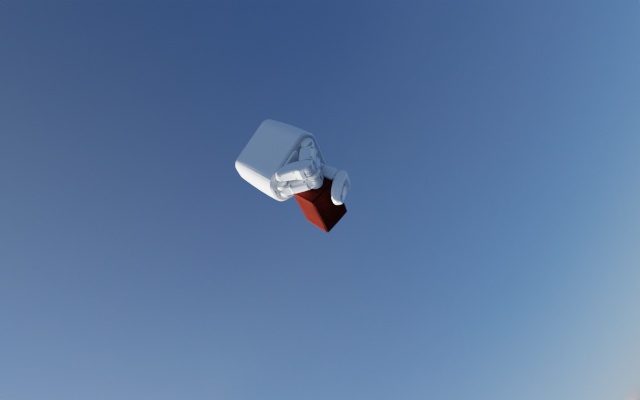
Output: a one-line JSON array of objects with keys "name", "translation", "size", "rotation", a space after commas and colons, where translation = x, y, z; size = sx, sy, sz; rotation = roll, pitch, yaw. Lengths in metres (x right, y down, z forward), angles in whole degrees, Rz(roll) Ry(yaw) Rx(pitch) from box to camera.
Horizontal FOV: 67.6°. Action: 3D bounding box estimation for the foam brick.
[{"name": "foam brick", "translation": [0.000, 0.003, 0.783], "size": [0.051, 0.053, 0.078], "rotation": [27, -26, 40]}]
